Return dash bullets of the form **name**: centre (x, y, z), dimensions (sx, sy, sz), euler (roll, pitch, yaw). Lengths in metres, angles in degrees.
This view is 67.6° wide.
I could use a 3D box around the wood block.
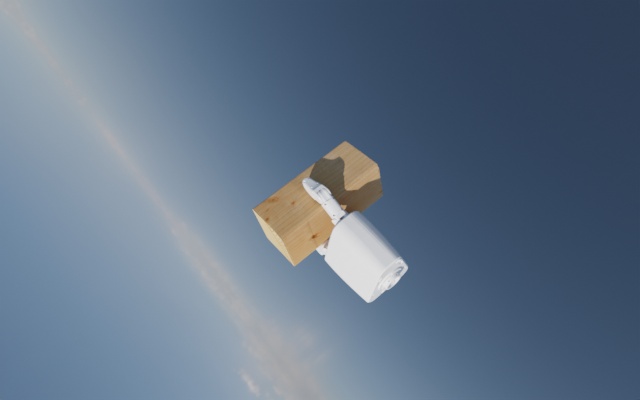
- **wood block**: centre (0.000, 0.003, 0.829), dimensions (0.206, 0.091, 0.090), euler (-38, 54, -15)
